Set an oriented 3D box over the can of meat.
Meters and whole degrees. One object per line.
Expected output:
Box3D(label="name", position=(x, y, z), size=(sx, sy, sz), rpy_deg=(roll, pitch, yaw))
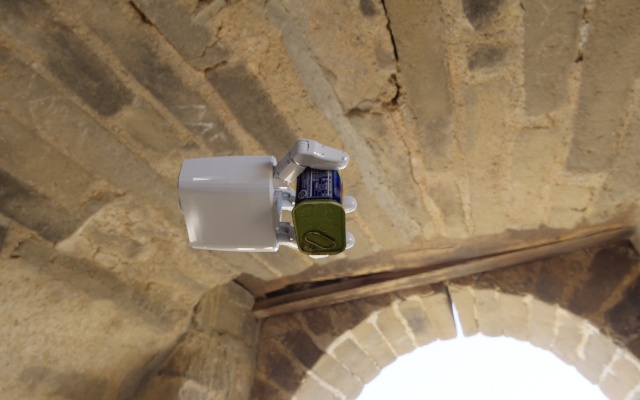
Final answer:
Box3D(label="can of meat", position=(0.000, 0.001, 0.553), size=(0.057, 0.083, 0.102), rpy_deg=(-2, -38, 3))
